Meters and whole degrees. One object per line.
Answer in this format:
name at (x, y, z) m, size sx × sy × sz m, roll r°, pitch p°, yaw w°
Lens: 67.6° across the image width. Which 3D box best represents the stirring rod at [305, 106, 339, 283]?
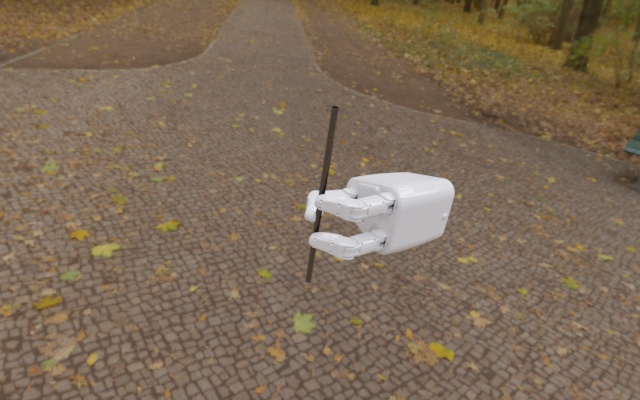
stirring rod at (0.000, 0.002, 0.588) m, size 0.011 × 0.240 × 0.011 m, roll 7°, pitch 27°, yaw -4°
